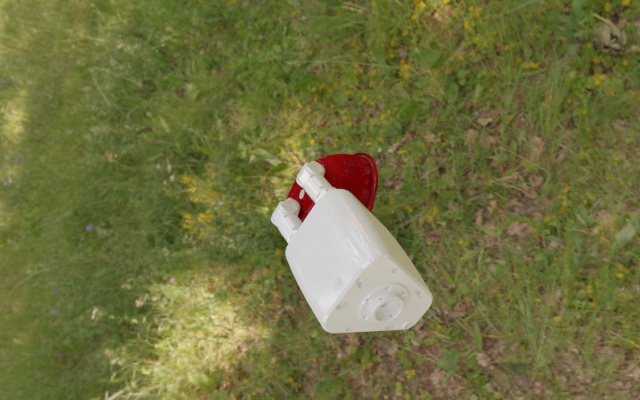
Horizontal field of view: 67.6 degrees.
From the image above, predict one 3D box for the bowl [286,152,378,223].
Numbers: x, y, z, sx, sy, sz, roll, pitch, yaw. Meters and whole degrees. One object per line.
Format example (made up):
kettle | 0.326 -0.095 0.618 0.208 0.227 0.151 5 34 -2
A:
bowl | -0.001 0.001 0.595 0.055 0.162 0.162 26 -11 -23
